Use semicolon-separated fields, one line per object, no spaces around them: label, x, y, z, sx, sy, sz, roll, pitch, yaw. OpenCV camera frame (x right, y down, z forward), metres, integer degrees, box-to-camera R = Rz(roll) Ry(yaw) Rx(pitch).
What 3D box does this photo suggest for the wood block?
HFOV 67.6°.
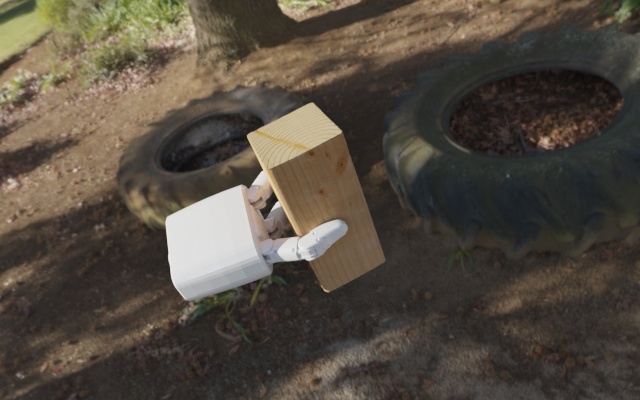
wood block;0.000;0.002;0.583;0.090;0.206;0.090;-27;39;-6
